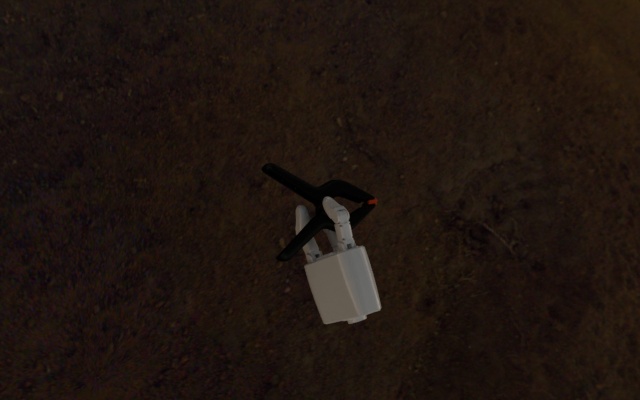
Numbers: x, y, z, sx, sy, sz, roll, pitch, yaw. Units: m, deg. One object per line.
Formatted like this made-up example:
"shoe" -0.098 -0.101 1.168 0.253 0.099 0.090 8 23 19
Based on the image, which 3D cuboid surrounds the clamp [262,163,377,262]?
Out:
"clamp" 0.001 0.003 0.820 0.210 0.164 0.036 -12 -8 -28
